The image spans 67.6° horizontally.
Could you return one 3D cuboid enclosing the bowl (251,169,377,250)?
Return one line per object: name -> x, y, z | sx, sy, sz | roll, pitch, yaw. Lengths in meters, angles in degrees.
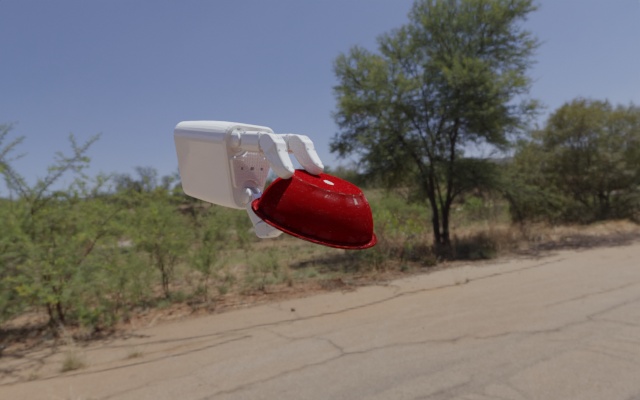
bowl -> 0.001, 0.002, 0.584 | 0.162, 0.055, 0.162 | 16, 14, -4
